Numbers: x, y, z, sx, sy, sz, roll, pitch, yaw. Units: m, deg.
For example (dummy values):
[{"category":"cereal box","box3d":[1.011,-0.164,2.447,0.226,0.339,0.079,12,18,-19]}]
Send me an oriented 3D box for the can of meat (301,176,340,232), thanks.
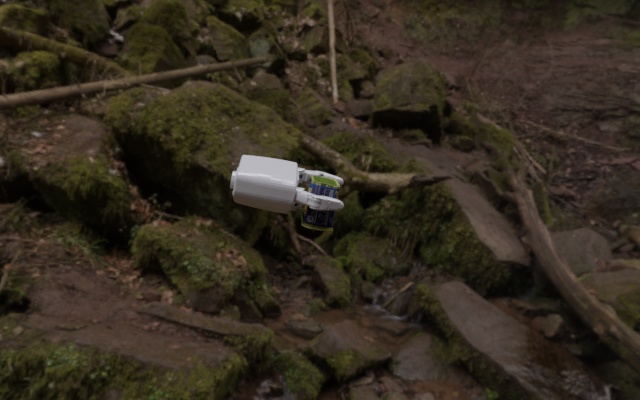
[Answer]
[{"category":"can of meat","box3d":[0.000,0.003,0.876,0.057,0.084,0.102,11,10,-5]}]
